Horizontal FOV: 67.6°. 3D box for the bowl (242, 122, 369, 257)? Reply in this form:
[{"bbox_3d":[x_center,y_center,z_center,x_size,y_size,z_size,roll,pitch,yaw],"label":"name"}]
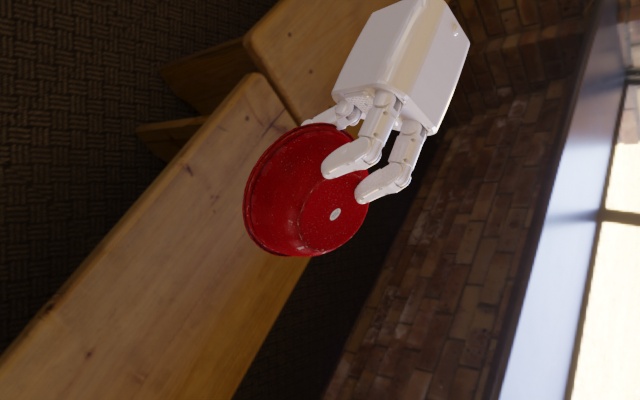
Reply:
[{"bbox_3d":[0.000,0.003,0.513,0.162,0.162,0.055,0,24,-39],"label":"bowl"}]
